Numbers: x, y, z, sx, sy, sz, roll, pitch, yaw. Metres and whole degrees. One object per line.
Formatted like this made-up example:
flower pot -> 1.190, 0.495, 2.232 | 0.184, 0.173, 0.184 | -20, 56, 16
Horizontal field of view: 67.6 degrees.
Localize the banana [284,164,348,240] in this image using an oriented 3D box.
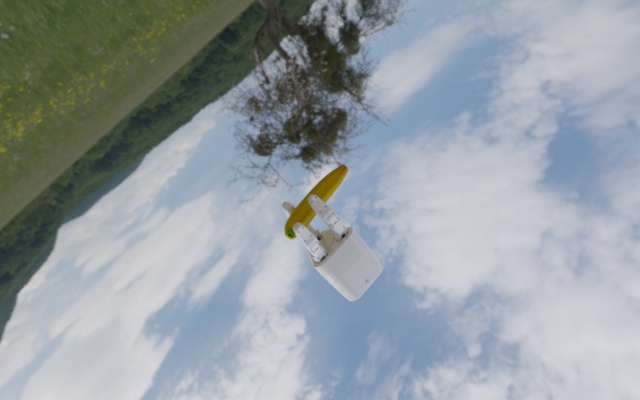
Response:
banana -> -0.013, 0.009, 0.880 | 0.069, 0.037, 0.197 | -19, 28, 51
